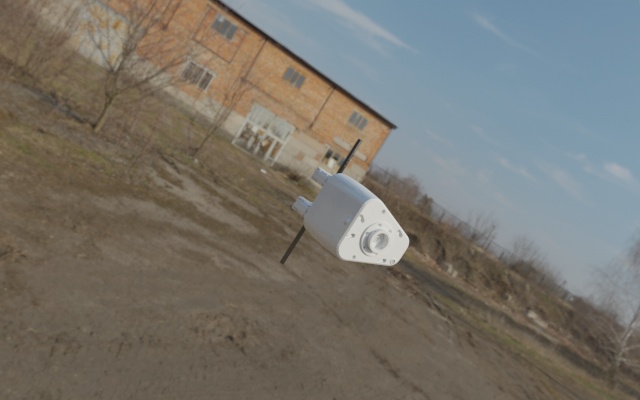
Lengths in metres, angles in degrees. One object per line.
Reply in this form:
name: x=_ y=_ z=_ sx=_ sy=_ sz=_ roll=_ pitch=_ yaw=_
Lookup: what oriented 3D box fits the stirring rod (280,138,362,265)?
stirring rod: x=0.000 y=0.003 z=0.783 sx=0.011 sy=0.239 sz=0.011 roll=32 pitch=4 yaw=-2
